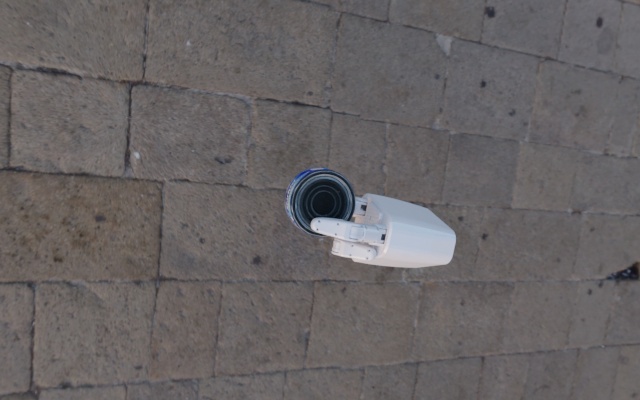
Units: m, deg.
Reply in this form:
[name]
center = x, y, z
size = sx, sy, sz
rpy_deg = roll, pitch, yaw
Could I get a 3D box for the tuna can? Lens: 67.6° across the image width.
[tuna can]
center = 0.000, 0.002, 0.598
size = 0.086, 0.086, 0.033
rpy_deg = 0, 8, -17
